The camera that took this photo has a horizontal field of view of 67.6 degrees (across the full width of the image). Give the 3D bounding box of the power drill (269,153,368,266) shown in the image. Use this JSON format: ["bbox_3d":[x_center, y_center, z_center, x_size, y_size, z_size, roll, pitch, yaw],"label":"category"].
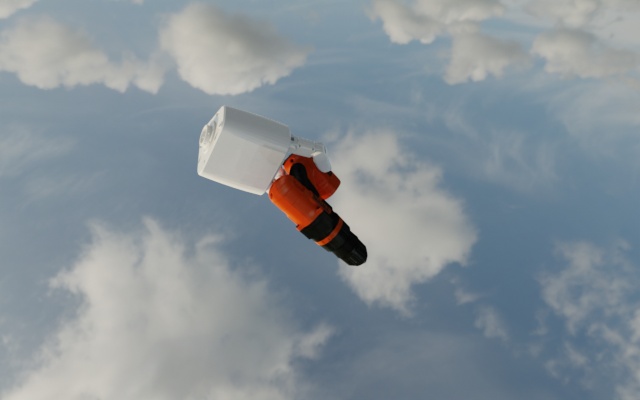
[{"bbox_3d":[0.000,0.002,0.752,0.057,0.184,0.187,-40,22,15],"label":"power drill"}]
